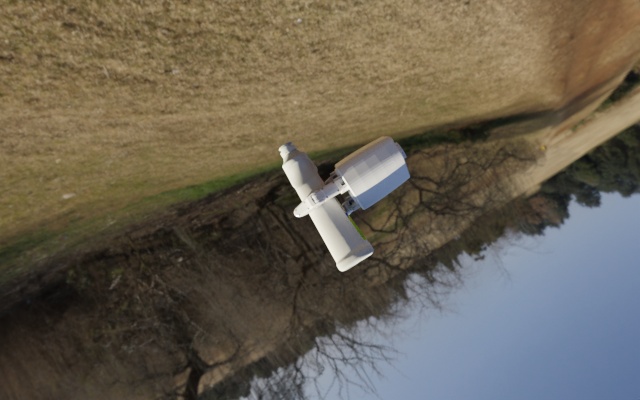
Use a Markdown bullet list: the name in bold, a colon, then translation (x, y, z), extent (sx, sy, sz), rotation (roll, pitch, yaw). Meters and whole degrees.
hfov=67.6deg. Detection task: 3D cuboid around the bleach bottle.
- **bleach bottle**: translation (0.000, 0.003, 0.851), extent (0.068, 0.251, 0.102), rotation (-33, -10, 4)
